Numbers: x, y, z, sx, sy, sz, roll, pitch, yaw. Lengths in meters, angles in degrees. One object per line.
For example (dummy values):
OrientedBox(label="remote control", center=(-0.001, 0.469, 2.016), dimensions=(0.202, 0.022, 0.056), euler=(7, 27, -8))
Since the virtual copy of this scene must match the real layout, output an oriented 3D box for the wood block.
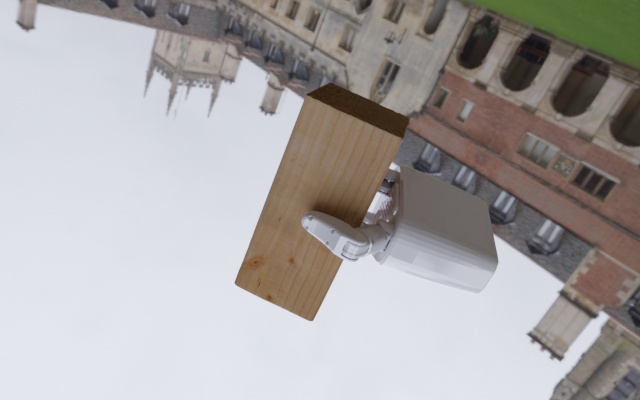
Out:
OrientedBox(label="wood block", center=(0.000, 0.002, 0.471), dimensions=(0.090, 0.206, 0.090), euler=(25, 24, 4))
